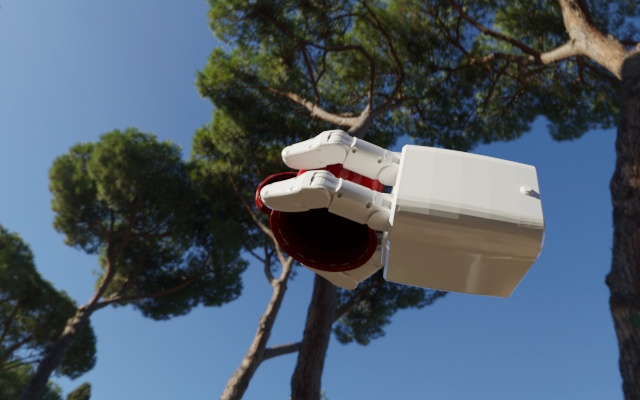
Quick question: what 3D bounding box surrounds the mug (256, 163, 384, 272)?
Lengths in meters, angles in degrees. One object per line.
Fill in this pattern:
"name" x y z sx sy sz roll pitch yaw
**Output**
"mug" -0.001 0.001 0.434 0.117 0.093 0.081 10 41 10
